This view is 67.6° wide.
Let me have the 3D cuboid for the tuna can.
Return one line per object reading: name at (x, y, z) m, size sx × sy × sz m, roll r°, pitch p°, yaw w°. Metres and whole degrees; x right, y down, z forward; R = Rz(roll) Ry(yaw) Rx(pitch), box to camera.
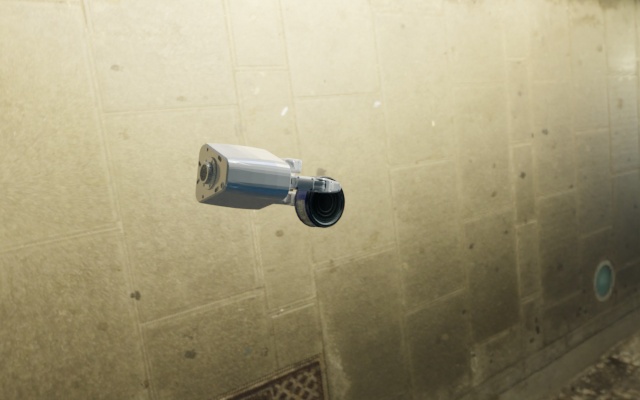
tuna can at (0.001, 0.003, 0.790) m, size 0.086 × 0.086 × 0.034 m, roll 0°, pitch 2°, yaw -40°
